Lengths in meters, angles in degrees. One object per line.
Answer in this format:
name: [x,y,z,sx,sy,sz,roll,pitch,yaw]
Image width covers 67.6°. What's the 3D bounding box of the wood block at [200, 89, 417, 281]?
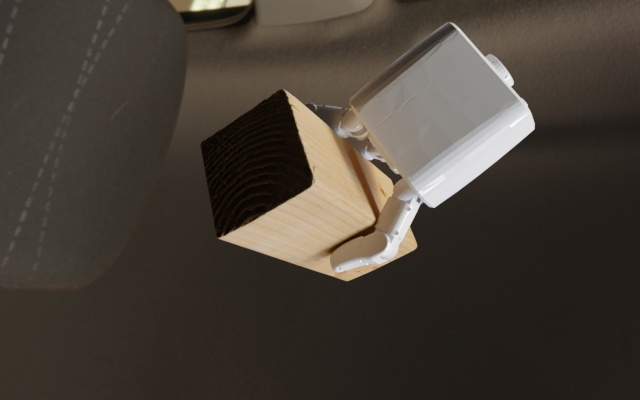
wood block: [0.001,0.002,0.434,0.090,0.090,0.206,-29,-30,20]
